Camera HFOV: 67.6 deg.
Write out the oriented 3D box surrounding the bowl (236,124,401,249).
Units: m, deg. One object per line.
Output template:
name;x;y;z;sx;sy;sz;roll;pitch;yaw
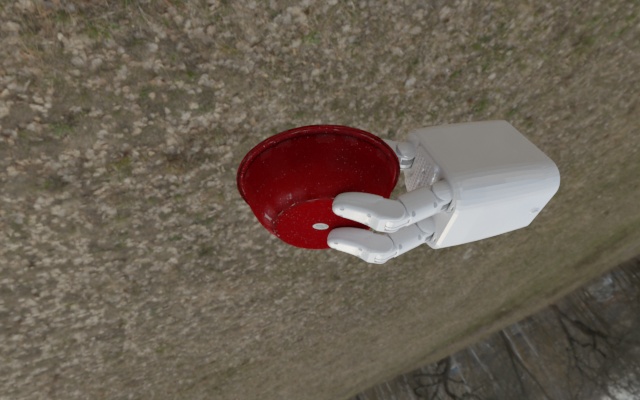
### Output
bowl;-0.001;0.002;0.458;0.162;0.055;0.162;-3;-34;-2
